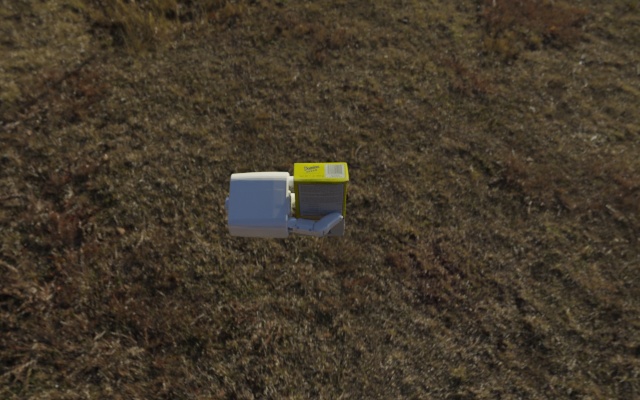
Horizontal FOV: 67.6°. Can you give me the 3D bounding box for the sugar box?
[{"bbox_3d":[0.000,0.002,0.872,0.093,0.048,0.176,0,-34,-1],"label":"sugar box"}]
